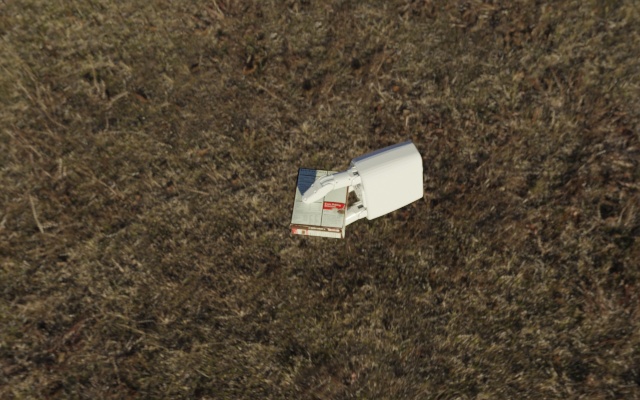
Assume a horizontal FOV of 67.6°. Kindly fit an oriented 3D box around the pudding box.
[{"bbox_3d":[0.000,0.003,0.802,0.090,0.113,0.039,5,-29,5],"label":"pudding box"}]
